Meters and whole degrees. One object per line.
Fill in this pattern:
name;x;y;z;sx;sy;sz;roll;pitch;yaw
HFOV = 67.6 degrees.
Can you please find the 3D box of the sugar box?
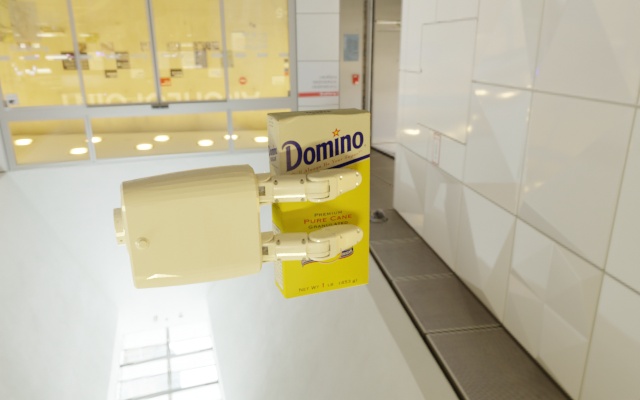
sugar box;0.000;0.002;0.467;0.093;0.176;0.048;-8;19;-19
